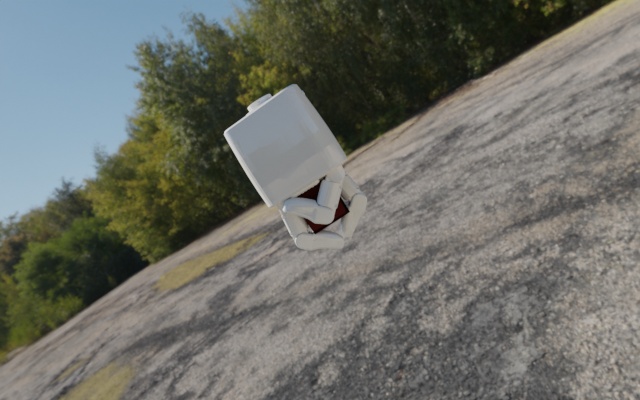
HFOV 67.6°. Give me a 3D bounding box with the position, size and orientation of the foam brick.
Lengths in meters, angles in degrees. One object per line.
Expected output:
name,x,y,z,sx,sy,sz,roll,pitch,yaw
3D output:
foam brick,0.000,0.002,0.608,0.053,0.051,0.078,-33,6,2
